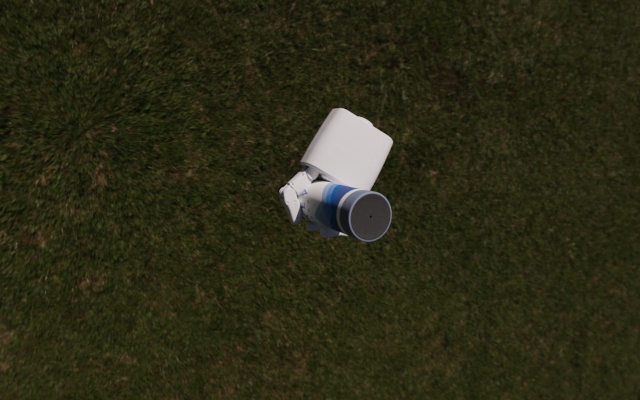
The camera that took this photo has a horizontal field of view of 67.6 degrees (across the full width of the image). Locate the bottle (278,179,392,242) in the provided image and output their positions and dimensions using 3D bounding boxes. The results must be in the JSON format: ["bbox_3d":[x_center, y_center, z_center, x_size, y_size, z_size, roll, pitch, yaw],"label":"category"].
[{"bbox_3d":[0.000,0.003,0.751,0.069,0.069,0.295,0,7,-27],"label":"bottle"}]
